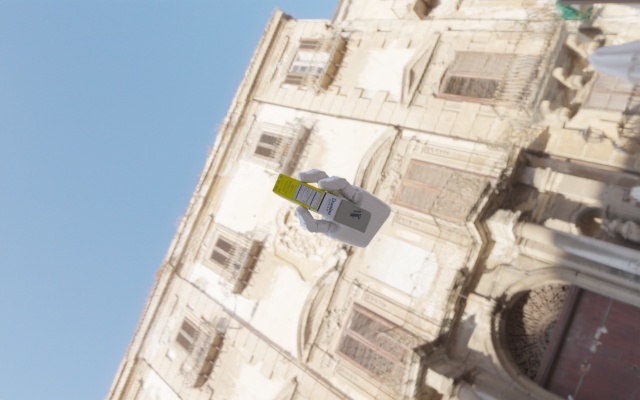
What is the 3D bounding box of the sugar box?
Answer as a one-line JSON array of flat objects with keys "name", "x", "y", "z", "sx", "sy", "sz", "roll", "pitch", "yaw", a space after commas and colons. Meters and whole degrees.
[{"name": "sugar box", "x": 0.000, "y": 0.002, "z": 0.873, "sx": 0.176, "sy": 0.048, "sz": 0.093, "roll": 20, "pitch": -3, "yaw": 43}]
